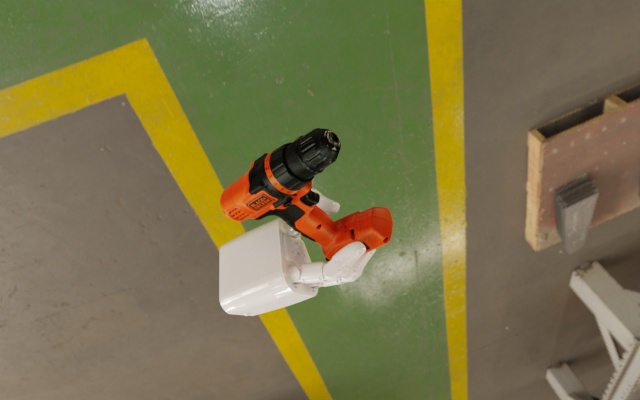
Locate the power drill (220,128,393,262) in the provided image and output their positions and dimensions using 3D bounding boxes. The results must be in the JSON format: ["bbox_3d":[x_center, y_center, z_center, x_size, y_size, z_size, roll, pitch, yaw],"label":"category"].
[{"bbox_3d":[0.000,0.002,0.573,0.188,0.057,0.184,33,-42,-31],"label":"power drill"}]
